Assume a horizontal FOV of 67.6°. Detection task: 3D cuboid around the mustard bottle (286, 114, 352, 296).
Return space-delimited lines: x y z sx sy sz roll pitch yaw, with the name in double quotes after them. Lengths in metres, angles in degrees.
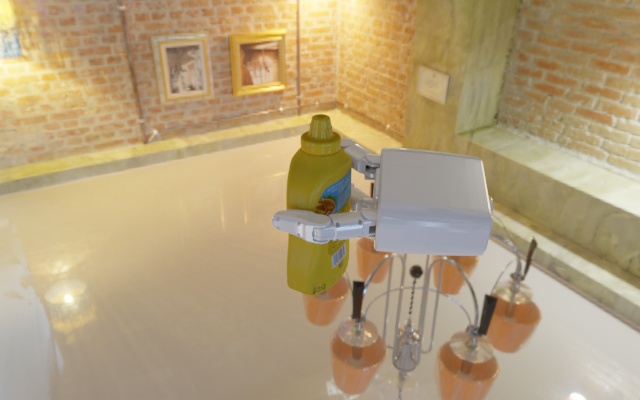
0.000 0.002 0.514 0.058 0.192 0.096 17 33 26 "mustard bottle"
